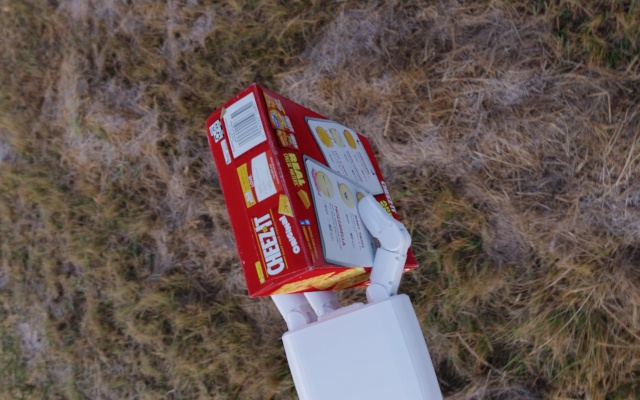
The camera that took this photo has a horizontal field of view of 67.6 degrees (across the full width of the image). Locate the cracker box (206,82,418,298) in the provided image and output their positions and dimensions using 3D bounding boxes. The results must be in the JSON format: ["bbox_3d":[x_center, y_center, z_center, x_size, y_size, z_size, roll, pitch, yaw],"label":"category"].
[{"bbox_3d":[0.000,0.001,0.463,0.072,0.164,0.214,-27,-20,26],"label":"cracker box"}]
